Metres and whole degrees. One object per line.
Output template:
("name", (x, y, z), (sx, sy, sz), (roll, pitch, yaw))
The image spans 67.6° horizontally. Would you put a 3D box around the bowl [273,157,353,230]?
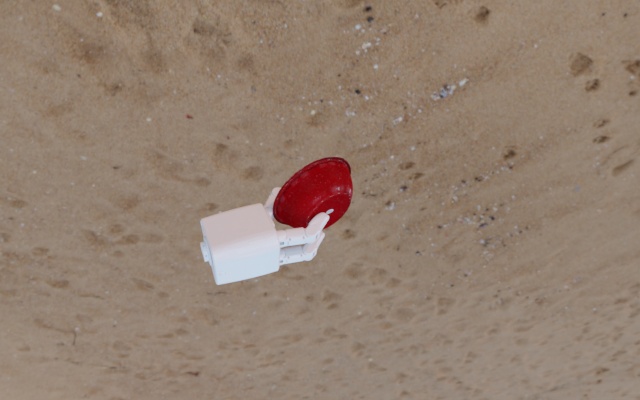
("bowl", (0.001, 0.002, 0.825), (0.162, 0.162, 0.055), (0, 43, -48))
